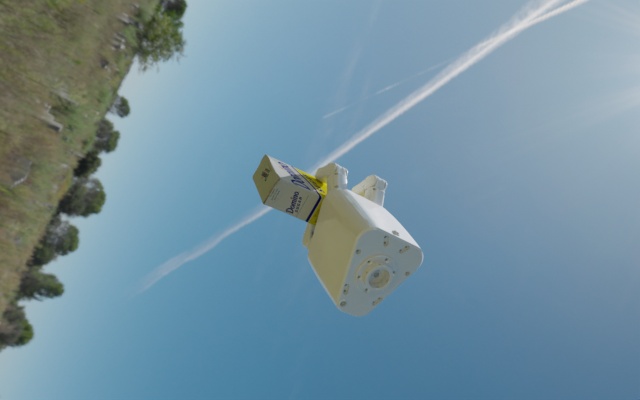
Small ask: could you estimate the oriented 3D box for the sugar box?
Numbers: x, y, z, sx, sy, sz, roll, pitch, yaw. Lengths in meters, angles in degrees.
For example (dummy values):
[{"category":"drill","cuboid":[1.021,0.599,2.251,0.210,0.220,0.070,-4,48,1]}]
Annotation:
[{"category":"sugar box","cuboid":[0.001,0.002,0.646,0.176,0.048,0.093,26,14,-26]}]
